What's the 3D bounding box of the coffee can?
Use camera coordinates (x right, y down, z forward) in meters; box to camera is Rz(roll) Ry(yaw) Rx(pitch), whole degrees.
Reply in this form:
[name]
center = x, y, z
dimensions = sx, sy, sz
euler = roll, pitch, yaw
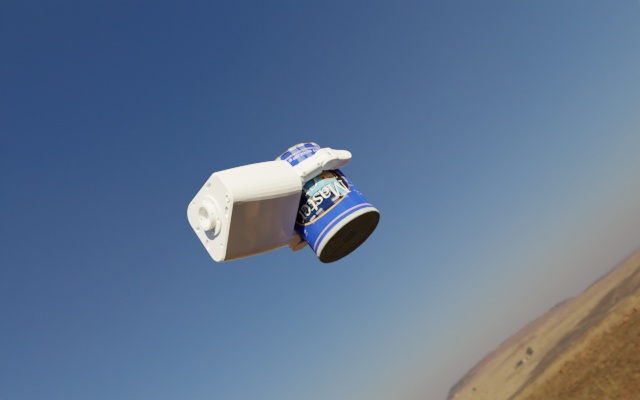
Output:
[coffee can]
center = 0.000, 0.002, 0.670
dimensions = 0.103, 0.103, 0.140
euler = 0, 43, -53
